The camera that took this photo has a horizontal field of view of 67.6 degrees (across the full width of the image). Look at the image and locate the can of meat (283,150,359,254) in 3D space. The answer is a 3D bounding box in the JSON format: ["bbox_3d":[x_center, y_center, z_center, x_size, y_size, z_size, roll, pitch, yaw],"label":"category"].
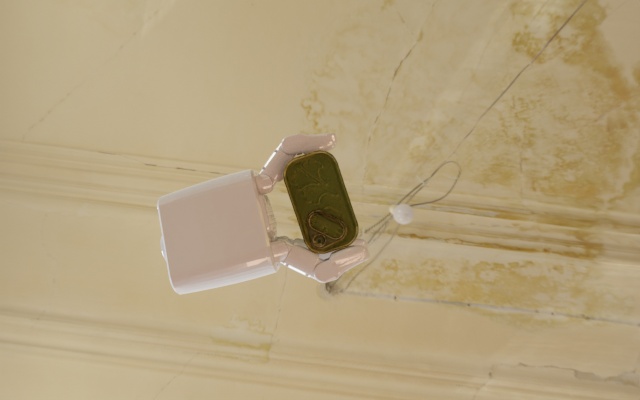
[{"bbox_3d":[0.000,0.002,0.519,0.057,0.102,0.084,-19,0,0],"label":"can of meat"}]
